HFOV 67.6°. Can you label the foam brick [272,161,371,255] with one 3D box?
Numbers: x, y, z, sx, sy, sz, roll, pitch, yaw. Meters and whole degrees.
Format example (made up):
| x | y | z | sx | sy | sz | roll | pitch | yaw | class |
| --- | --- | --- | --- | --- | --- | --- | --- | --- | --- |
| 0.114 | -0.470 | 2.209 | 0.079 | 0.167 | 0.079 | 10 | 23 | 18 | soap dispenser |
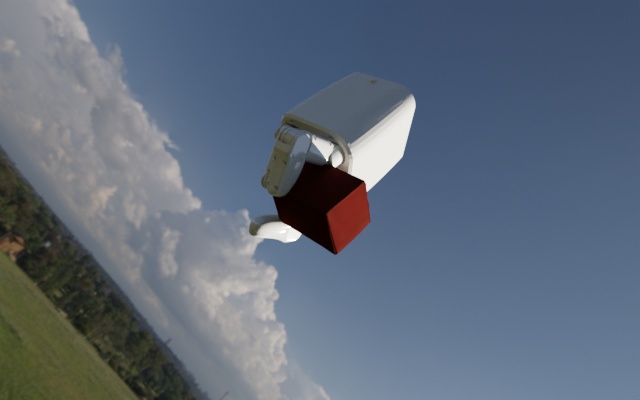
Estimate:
| x | y | z | sx | sy | sz | roll | pitch | yaw | class |
| --- | --- | --- | --- | --- | --- | --- | --- | --- | --- |
| 0.000 | 0.002 | 0.438 | 0.051 | 0.053 | 0.078 | -38 | 47 | -27 | foam brick |
